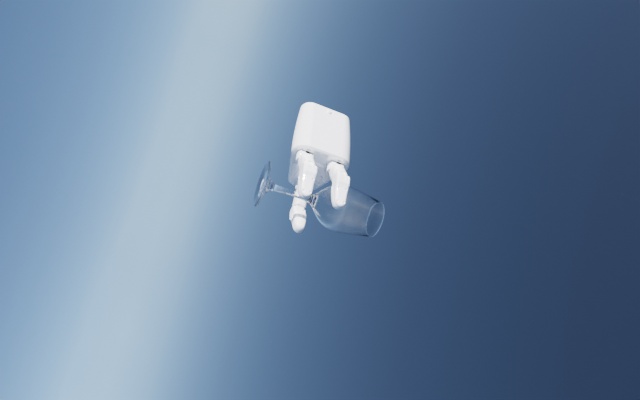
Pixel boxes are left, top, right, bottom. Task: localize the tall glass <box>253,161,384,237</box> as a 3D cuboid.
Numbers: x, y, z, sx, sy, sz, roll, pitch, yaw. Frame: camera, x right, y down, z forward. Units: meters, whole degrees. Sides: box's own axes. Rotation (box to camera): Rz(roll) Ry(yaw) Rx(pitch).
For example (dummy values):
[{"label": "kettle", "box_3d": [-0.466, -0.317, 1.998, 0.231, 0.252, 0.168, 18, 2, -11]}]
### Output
[{"label": "tall glass", "box_3d": [-0.001, 0.002, 0.761, 0.201, 0.079, 0.079, 18, -5, -17]}]
